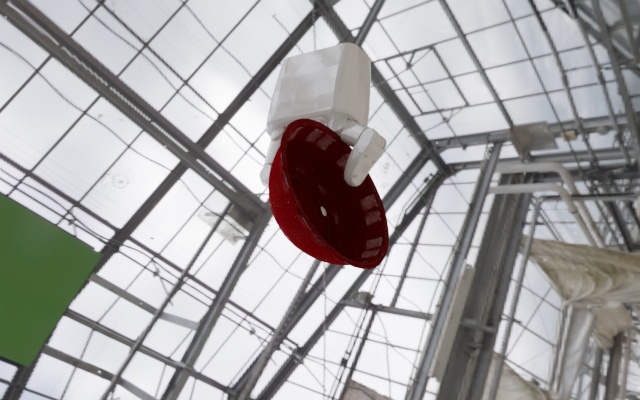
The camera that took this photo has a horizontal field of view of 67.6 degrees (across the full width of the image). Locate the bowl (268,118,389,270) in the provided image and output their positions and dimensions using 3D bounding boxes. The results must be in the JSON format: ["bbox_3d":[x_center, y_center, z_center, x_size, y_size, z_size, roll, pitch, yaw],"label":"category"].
[{"bbox_3d":[0.000,0.003,0.475,0.055,0.162,0.162,-30,-16,30],"label":"bowl"}]
